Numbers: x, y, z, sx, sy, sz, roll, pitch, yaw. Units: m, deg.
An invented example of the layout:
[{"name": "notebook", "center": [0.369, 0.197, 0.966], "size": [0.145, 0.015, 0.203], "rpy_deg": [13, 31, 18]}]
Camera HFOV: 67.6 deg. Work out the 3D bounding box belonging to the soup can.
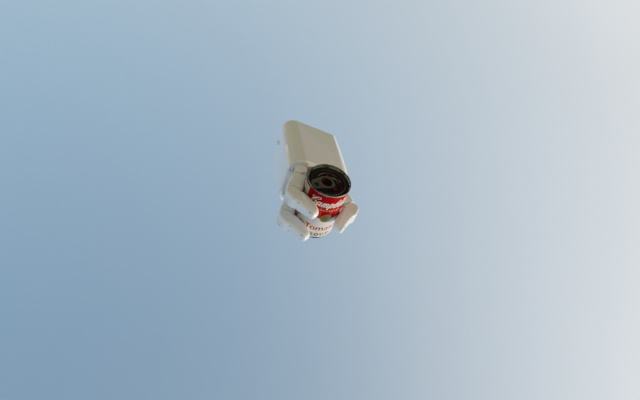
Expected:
[{"name": "soup can", "center": [0.000, 0.003, 0.745], "size": [0.068, 0.068, 0.102], "rpy_deg": [0, -41, -21]}]
